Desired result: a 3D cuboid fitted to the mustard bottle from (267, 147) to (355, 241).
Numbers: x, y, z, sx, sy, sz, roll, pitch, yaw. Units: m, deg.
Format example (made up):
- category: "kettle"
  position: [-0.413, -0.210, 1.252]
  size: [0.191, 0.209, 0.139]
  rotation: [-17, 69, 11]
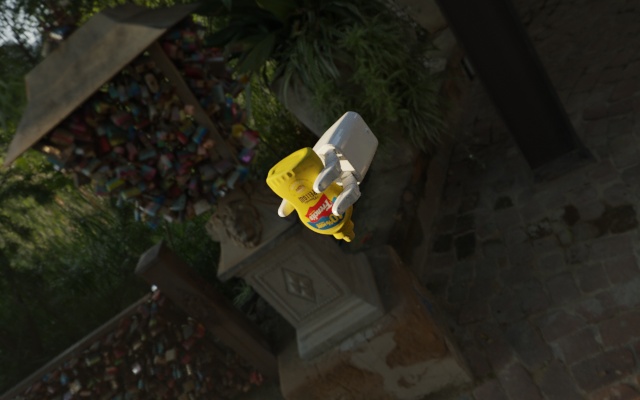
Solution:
- category: "mustard bottle"
  position: [0.000, 0.003, 0.837]
  size: [0.096, 0.192, 0.058]
  rotation: [-30, 27, 22]
